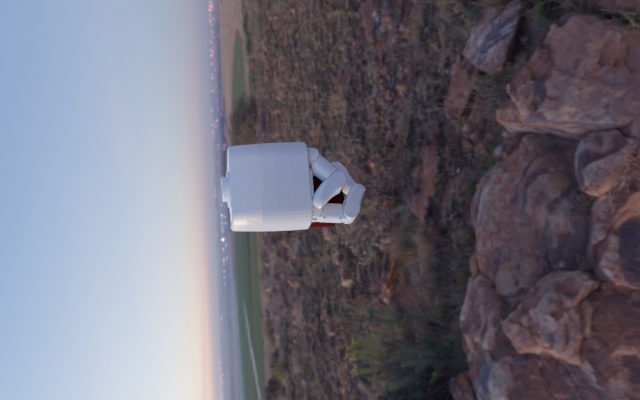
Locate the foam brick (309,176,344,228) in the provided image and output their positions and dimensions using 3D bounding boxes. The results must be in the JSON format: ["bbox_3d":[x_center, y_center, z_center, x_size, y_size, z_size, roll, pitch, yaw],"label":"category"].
[{"bbox_3d":[0.000,0.003,0.709,0.051,0.053,0.078,-4,-24,-13],"label":"foam brick"}]
